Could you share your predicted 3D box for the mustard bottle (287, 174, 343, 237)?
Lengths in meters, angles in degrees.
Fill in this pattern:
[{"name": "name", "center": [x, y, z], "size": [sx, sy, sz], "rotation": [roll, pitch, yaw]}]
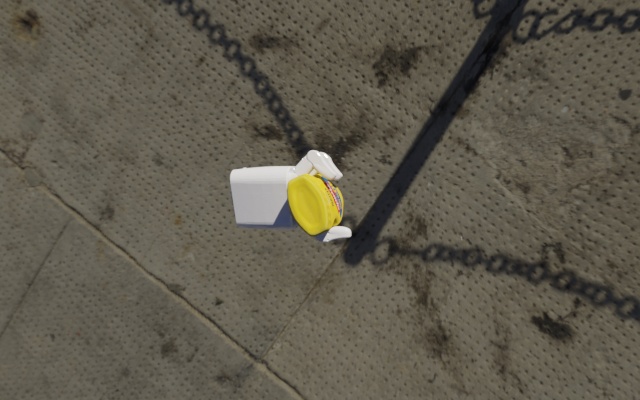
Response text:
[{"name": "mustard bottle", "center": [0.000, 0.003, 0.818], "size": [0.058, 0.096, 0.191], "rotation": [-26, -2, 13]}]
